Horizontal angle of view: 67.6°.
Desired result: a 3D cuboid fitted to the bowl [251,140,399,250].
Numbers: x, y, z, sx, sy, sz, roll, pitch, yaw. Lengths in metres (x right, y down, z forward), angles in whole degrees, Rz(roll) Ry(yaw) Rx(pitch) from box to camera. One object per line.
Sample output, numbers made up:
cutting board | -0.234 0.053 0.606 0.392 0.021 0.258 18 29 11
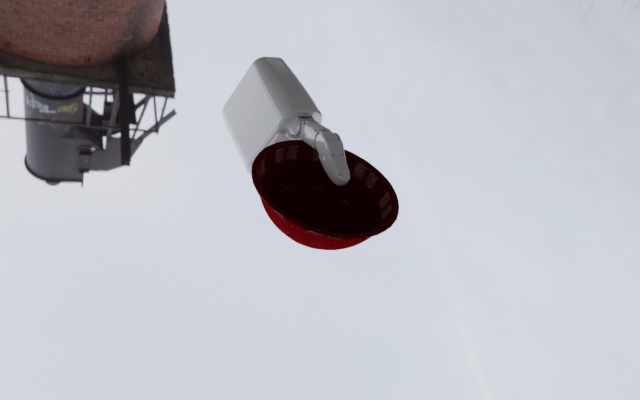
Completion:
bowl | 0.000 0.003 0.516 0.162 0.055 0.162 13 37 -10
